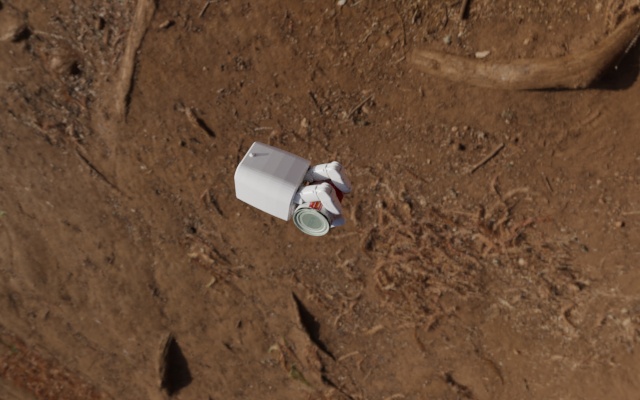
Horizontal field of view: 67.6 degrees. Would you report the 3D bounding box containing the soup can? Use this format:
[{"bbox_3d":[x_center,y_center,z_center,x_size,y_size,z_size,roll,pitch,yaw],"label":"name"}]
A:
[{"bbox_3d":[0.000,0.003,0.832,0.068,0.068,0.102,0,43,26],"label":"soup can"}]
